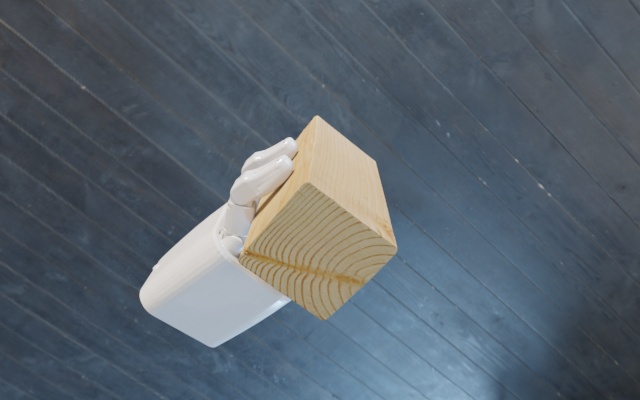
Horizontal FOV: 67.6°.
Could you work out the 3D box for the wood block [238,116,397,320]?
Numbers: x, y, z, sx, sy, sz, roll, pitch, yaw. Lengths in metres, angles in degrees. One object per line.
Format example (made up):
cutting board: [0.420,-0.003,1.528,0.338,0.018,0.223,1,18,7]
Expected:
wood block: [0.000,0.002,0.455,0.091,0.090,0.206,38,19,-14]
